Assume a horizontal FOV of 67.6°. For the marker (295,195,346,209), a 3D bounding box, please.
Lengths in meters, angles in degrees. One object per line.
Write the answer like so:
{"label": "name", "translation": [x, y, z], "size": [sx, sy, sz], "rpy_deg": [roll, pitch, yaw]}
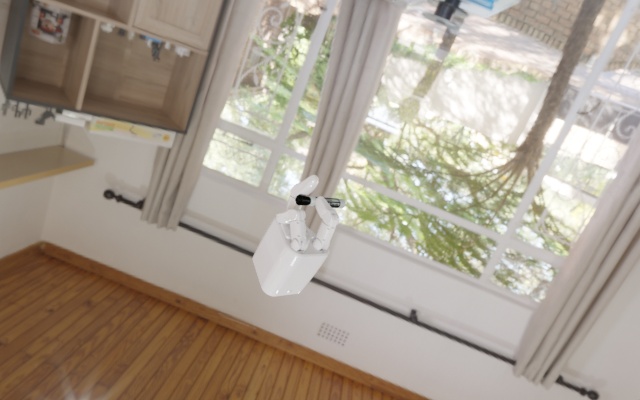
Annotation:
{"label": "marker", "translation": [0.000, 0.003, 0.873], "size": [0.020, 0.020, 0.121], "rpy_deg": [0, -3, 43]}
